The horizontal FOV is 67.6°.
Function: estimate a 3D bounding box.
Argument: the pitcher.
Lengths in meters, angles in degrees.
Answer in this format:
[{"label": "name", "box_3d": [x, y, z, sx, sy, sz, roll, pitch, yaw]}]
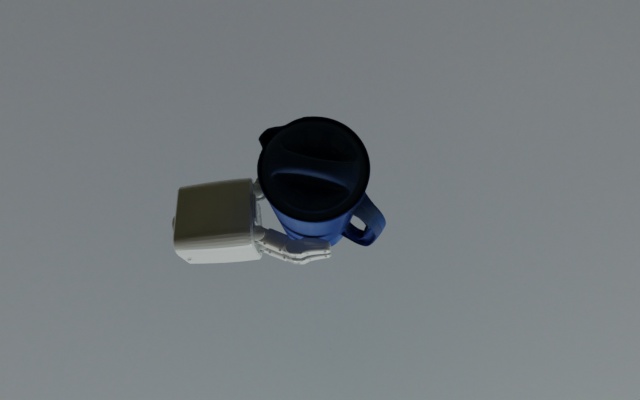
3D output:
[{"label": "pitcher", "box_3d": [0.000, 0.002, 0.664, 0.145, 0.149, 0.243, -7, -17, -2]}]
